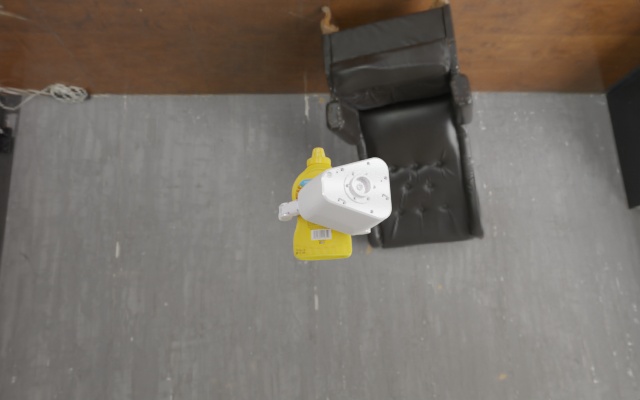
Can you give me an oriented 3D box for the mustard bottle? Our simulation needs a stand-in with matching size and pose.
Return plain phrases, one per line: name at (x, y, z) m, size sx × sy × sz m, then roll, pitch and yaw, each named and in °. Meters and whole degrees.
mustard bottle at (0.000, 0.003, 0.811) m, size 0.096 × 0.191 × 0.058 m, roll -4°, pitch -14°, yaw 4°
